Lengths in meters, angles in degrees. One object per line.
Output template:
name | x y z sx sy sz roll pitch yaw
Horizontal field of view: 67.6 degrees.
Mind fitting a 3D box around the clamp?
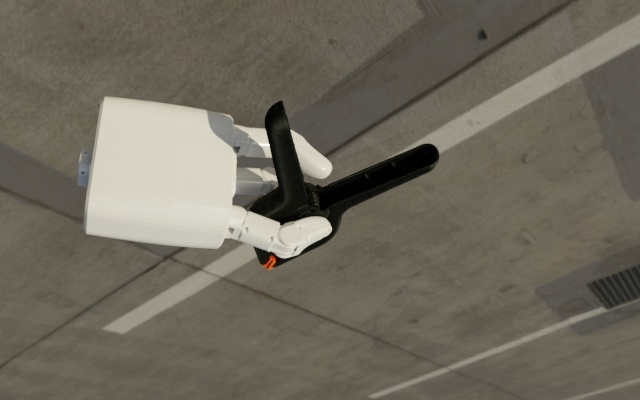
clamp | 0.000 0.002 0.447 0.164 0.036 0.210 6 -40 -24
